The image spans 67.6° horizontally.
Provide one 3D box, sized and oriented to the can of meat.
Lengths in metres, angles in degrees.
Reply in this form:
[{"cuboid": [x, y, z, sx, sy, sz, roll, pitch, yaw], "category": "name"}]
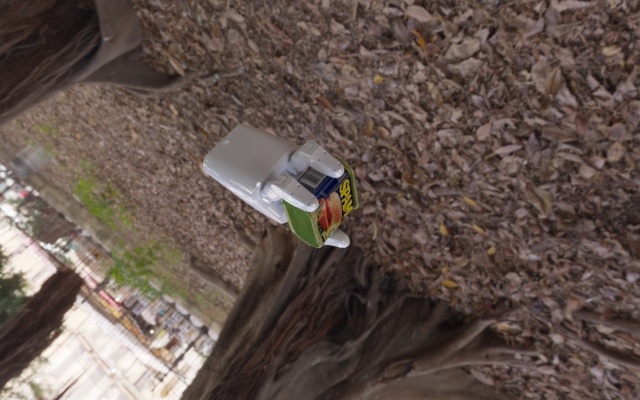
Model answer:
[{"cuboid": [0.000, 0.002, 0.617, 0.057, 0.084, 0.102, 29, -26, 26], "category": "can of meat"}]
